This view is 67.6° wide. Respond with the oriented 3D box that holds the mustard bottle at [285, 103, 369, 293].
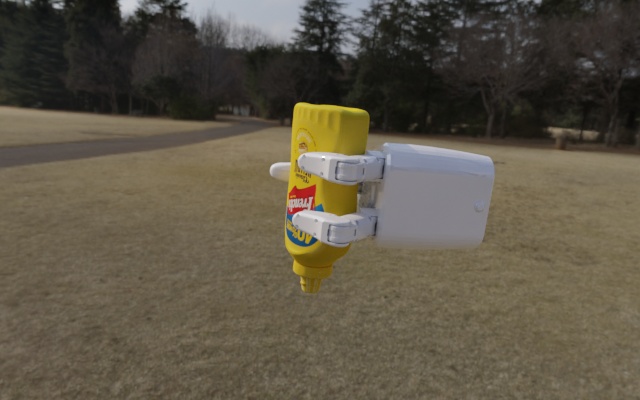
[{"bbox_3d":[0.000,0.001,0.482,0.058,0.192,0.096,-2,15,-32],"label":"mustard bottle"}]
